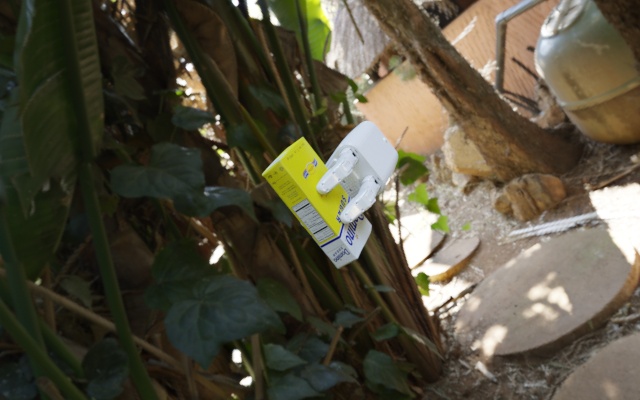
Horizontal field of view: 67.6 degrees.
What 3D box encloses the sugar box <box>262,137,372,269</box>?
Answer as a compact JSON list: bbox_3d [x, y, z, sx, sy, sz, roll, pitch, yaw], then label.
[{"bbox_3d":[0.000,0.002,0.690,0.048,0.176,0.093,-34,12,33],"label":"sugar box"}]
